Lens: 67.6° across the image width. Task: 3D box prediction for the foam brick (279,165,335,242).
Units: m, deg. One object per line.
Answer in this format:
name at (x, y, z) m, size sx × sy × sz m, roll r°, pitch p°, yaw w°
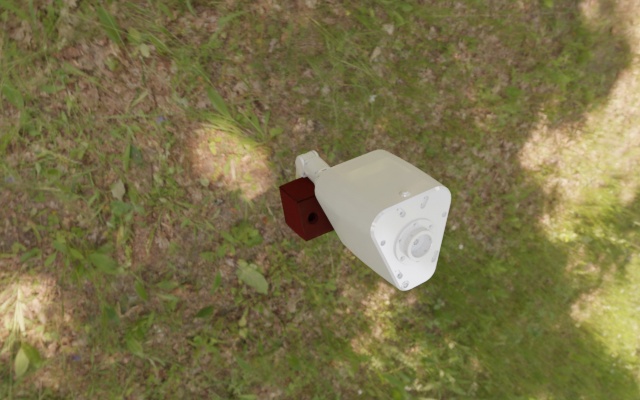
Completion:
foam brick at (0.000, 0.002, 0.548) m, size 0.078 × 0.053 × 0.051 m, roll -22°, pitch 33°, yaw -19°
